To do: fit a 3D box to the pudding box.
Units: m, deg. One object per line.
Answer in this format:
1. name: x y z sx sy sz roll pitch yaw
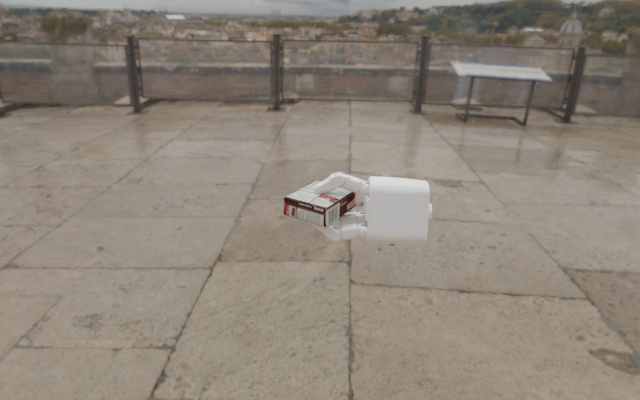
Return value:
1. pudding box: 0.000 0.003 0.865 0.090 0.039 0.113 14 24 27
